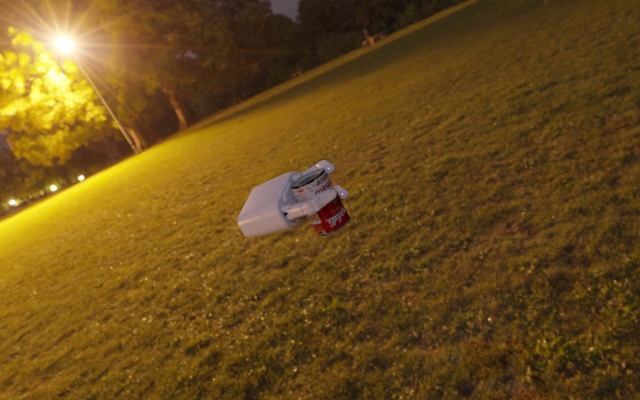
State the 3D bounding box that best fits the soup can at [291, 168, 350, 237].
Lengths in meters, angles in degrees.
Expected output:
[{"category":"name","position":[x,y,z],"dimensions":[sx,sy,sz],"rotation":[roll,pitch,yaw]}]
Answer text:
[{"category":"soup can","position":[0.000,0.002,0.844],"dimensions":[0.068,0.102,0.068],"rotation":[-27,15,8]}]
